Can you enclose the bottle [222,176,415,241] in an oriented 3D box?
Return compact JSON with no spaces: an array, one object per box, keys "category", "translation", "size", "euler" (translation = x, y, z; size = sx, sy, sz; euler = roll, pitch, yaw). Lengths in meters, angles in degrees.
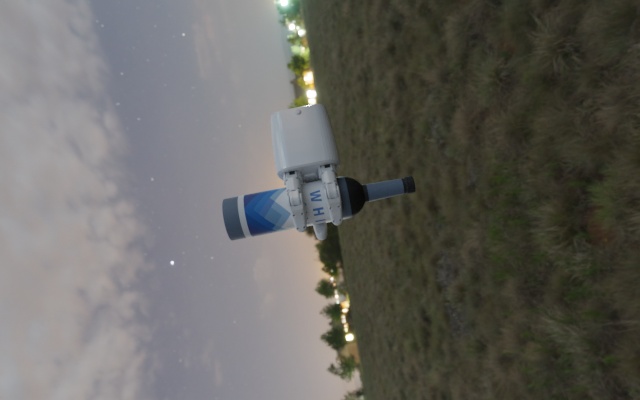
[{"category":"bottle","translation":[0.000,0.003,0.744],"size":[0.296,0.069,0.069],"euler":[-11,0,0]}]
